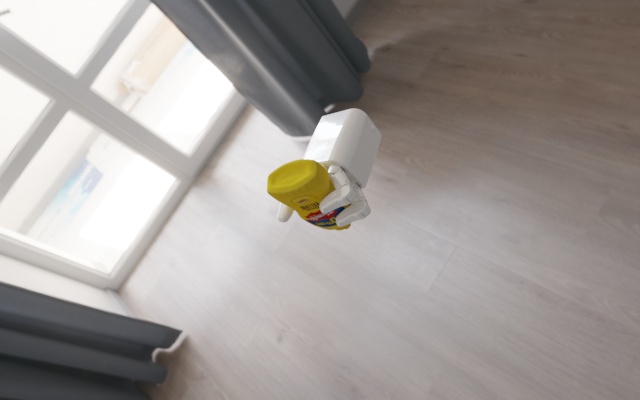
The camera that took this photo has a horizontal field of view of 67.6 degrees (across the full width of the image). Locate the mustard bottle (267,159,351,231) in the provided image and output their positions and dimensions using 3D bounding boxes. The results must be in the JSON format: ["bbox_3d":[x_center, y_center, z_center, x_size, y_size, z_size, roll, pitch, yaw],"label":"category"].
[{"bbox_3d":[0.000,0.003,0.806,0.096,0.058,0.192,-18,-34,25],"label":"mustard bottle"}]
